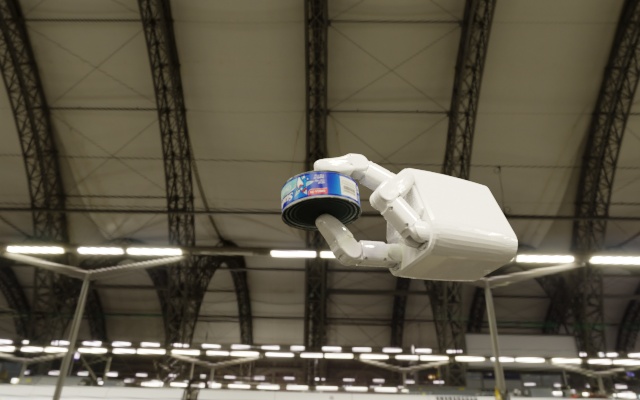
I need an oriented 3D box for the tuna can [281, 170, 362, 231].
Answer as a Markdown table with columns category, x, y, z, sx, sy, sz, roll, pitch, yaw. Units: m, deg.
| category | x | y | z | sx | sy | sz | roll | pitch | yaw |
| --- | --- | --- | --- | --- | --- | --- | --- | --- | --- |
| tuna can | 0.000 | 0.001 | 0.517 | 0.086 | 0.033 | 0.086 | -3 | -26 | -2 |
